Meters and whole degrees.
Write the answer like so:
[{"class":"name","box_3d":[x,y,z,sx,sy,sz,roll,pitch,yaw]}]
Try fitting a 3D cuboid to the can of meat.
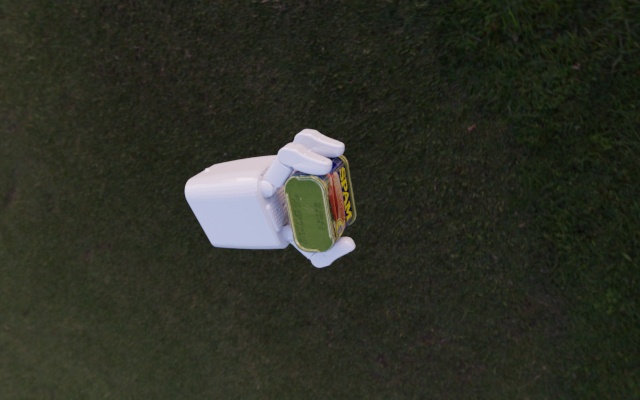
[{"class":"can of meat","box_3d":[0.000,0.002,0.578,0.057,0.102,0.084,-1,22,22]}]
